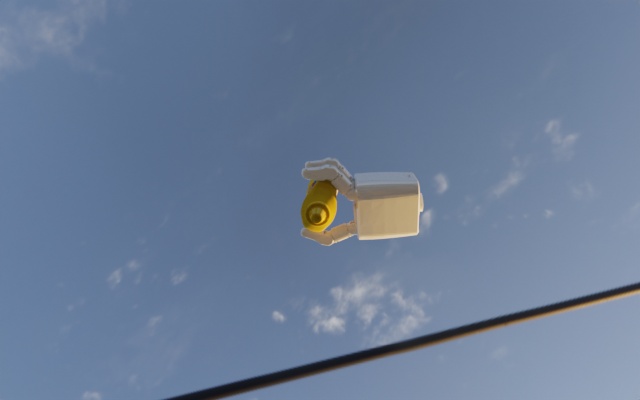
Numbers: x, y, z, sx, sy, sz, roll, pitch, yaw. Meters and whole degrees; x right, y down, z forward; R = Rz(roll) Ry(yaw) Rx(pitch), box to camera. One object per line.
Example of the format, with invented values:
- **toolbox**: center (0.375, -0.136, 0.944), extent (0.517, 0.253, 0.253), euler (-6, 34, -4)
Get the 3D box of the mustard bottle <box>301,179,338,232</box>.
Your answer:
- **mustard bottle**: center (0.000, 0.003, 0.838), extent (0.058, 0.096, 0.191), euler (19, 16, -3)
